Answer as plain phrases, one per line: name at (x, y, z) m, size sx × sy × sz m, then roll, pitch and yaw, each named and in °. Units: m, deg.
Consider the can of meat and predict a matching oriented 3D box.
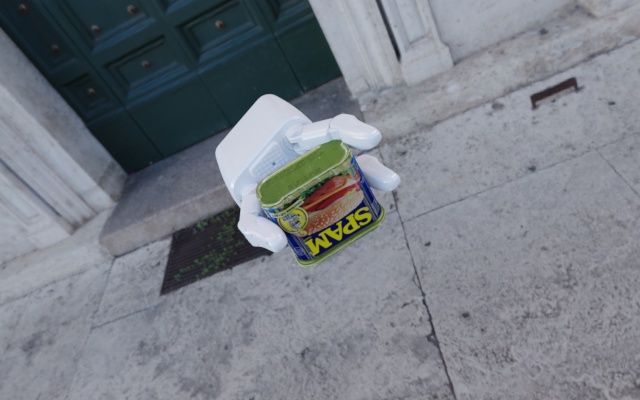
can of meat at (0.000, 0.001, 0.459) m, size 0.102 × 0.084 × 0.057 m, roll -31°, pitch 34°, yaw -1°
